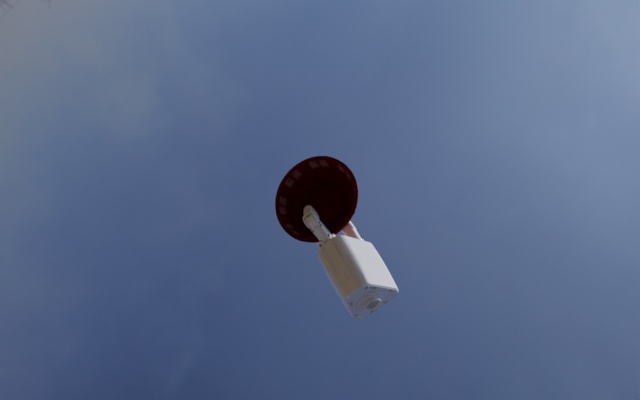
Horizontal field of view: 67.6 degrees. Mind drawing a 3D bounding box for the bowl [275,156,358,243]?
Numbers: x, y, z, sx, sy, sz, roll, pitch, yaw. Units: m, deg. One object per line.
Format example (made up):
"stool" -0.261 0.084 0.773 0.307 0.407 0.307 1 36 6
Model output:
"bowl" 0.000 0.002 0.876 0.162 0.162 0.055 0 -16 23
